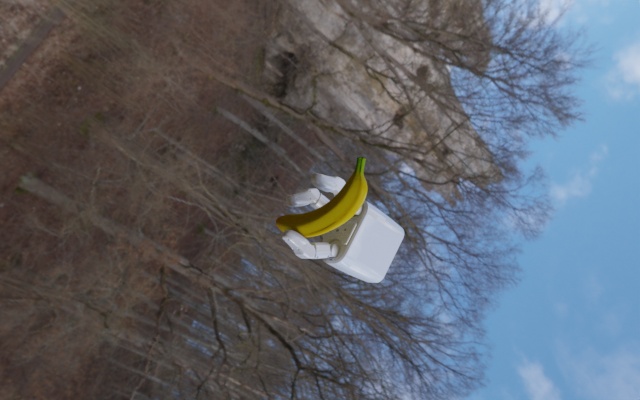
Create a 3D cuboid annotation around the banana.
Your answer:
[{"bbox_3d":[0.004,0.016,0.702,0.037,0.069,0.198,26,-46,-36],"label":"banana"}]
